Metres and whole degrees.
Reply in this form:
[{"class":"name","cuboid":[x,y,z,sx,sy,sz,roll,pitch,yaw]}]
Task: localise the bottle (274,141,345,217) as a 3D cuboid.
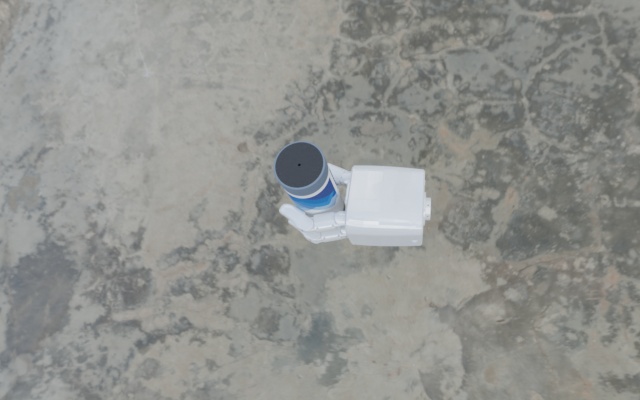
[{"class":"bottle","cuboid":[0.000,0.002,0.732,0.069,0.069,0.296,0,-19,11]}]
